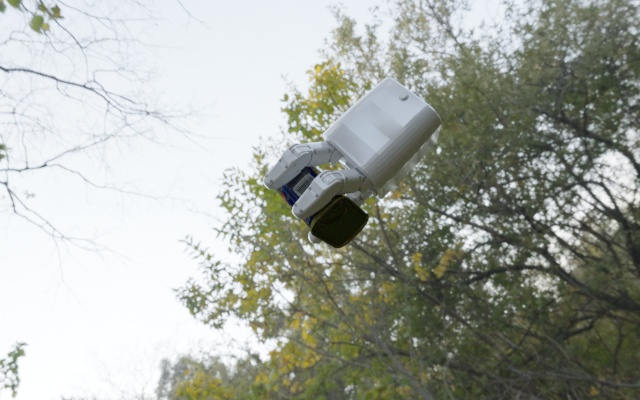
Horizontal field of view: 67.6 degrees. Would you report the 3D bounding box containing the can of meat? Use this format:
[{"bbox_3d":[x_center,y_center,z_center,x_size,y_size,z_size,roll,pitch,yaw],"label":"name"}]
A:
[{"bbox_3d":[0.000,0.002,0.569,0.084,0.057,0.102,47,5,29],"label":"can of meat"}]
